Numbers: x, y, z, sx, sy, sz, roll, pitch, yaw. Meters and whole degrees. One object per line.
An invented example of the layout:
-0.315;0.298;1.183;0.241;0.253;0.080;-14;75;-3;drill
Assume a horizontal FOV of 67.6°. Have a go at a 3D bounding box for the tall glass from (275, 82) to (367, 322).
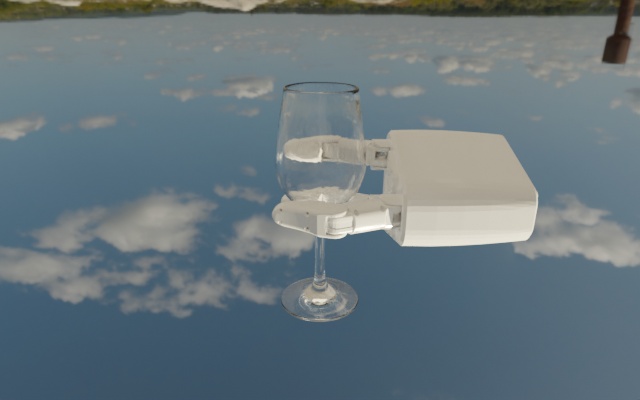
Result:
0.000;0.002;0.421;0.079;0.201;0.079;0;22;0;tall glass
